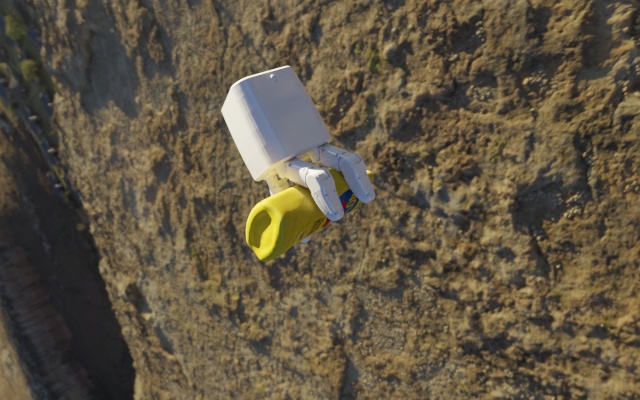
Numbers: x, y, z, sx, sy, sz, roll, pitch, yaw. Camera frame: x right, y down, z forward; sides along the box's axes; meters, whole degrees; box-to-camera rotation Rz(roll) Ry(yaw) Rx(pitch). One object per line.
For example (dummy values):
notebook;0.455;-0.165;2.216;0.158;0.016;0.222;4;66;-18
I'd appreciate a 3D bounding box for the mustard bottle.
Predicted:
mustard bottle;0.000;0.002;0.596;0.191;0.058;0.096;-29;-22;-38
